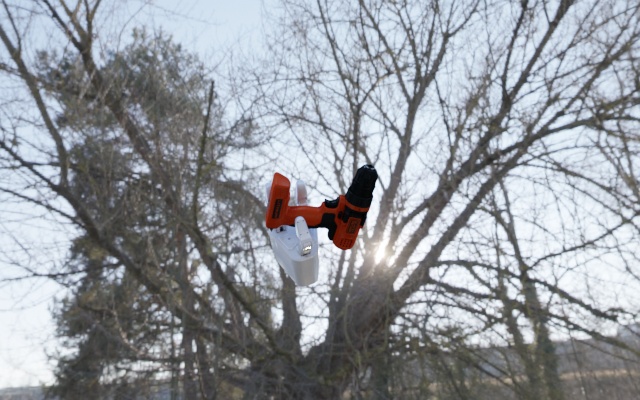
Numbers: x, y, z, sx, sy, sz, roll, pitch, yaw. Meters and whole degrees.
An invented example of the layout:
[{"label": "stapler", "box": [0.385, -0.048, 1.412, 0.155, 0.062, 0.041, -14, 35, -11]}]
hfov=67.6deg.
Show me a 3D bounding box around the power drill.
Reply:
[{"label": "power drill", "box": [0.000, 0.003, 0.877, 0.187, 0.184, 0.057, 11, 30, -10]}]
